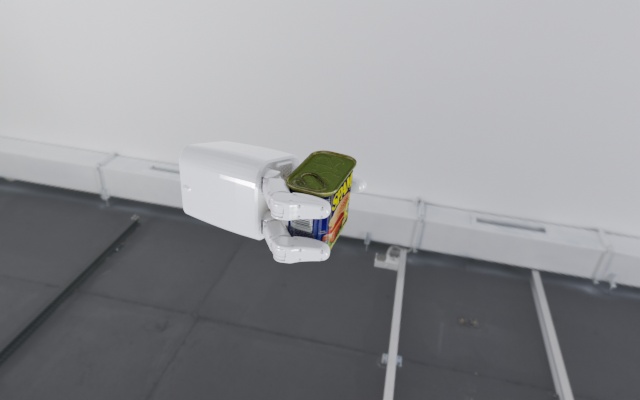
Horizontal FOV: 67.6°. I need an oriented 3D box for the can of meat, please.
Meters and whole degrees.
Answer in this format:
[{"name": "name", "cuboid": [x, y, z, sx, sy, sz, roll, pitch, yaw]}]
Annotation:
[{"name": "can of meat", "cuboid": [0.000, 0.002, 0.549, 0.057, 0.084, 0.102, 14, 32, 16]}]
